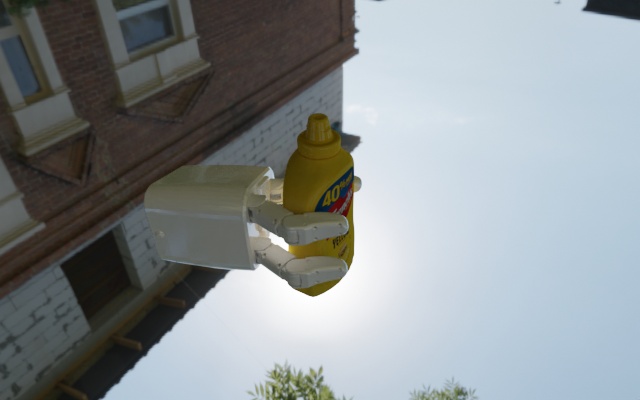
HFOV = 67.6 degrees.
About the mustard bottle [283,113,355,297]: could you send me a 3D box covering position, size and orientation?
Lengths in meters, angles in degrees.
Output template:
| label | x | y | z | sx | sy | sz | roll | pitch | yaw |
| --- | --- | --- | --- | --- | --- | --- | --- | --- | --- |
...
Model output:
| label | x | y | z | sx | sy | sz | roll | pitch | yaw |
| --- | --- | --- | --- | --- | --- | --- | --- | --- | --- |
| mustard bottle | 0.000 | 0.002 | 0.488 | 0.058 | 0.192 | 0.096 | 20 | 41 | 28 |
